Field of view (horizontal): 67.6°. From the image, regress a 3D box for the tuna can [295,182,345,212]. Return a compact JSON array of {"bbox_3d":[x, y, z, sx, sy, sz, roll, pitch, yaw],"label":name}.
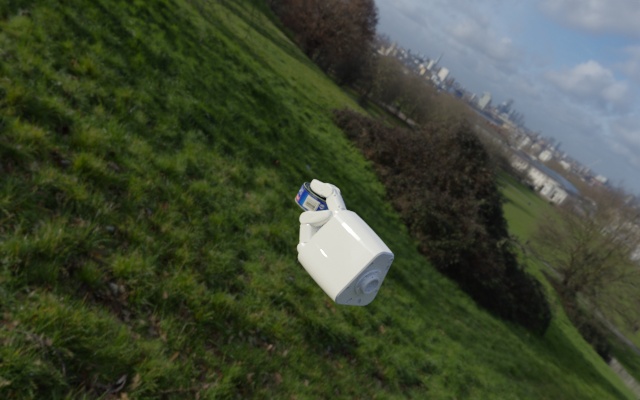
[{"bbox_3d":[0.000,0.002,0.842,0.086,0.034,0.086,27,16,-8],"label":"tuna can"}]
